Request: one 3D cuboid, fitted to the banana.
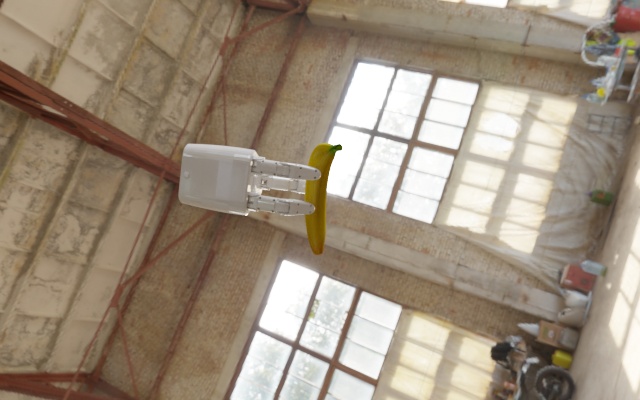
[{"bbox_3d":[-0.003,-0.010,0.740,0.037,0.198,0.069,0,32,-13],"label":"banana"}]
